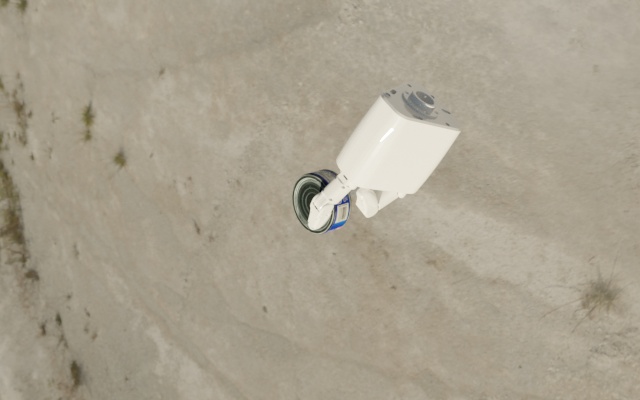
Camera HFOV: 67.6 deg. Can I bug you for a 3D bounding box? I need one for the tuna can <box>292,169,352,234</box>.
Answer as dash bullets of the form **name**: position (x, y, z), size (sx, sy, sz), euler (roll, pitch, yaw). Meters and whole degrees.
- **tuna can**: position (0.000, 0.002, 0.652), size (0.033, 0.086, 0.086), euler (-16, 11, -42)
